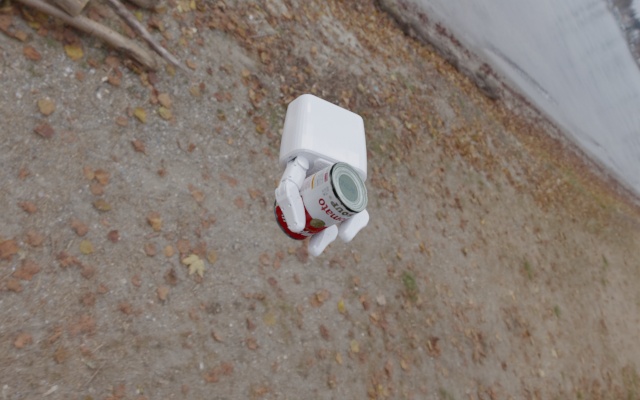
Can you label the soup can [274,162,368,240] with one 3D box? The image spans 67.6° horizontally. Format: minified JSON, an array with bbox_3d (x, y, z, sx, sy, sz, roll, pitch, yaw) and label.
[{"bbox_3d":[0.000,0.002,0.597,0.102,0.068,0.068,-27,-17,36],"label":"soup can"}]
